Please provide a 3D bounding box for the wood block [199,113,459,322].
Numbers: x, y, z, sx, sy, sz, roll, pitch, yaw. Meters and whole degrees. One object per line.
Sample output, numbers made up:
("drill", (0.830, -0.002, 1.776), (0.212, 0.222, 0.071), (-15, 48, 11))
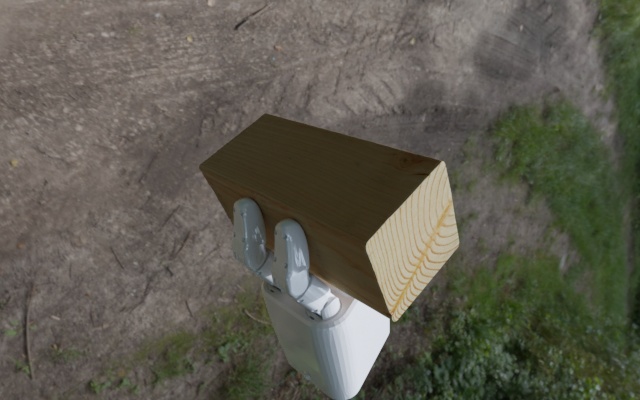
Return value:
("wood block", (0.000, 0.001, 0.408), (0.206, 0.090, 0.090), (23, 56, 43))
